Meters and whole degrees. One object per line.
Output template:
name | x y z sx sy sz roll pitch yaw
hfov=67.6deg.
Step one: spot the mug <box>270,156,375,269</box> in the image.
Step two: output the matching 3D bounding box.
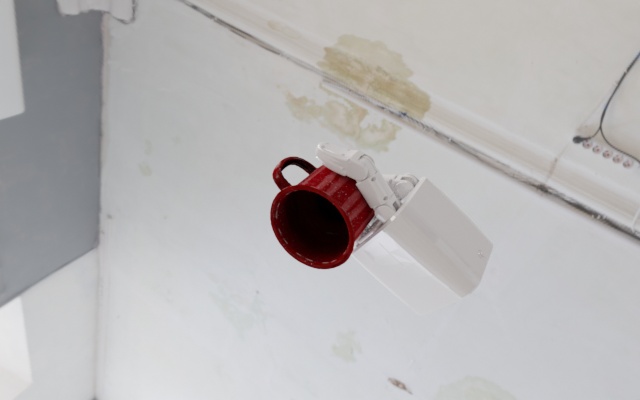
mug | -0.001 0.001 0.491 0.093 0.117 0.081 -47 -2 39
